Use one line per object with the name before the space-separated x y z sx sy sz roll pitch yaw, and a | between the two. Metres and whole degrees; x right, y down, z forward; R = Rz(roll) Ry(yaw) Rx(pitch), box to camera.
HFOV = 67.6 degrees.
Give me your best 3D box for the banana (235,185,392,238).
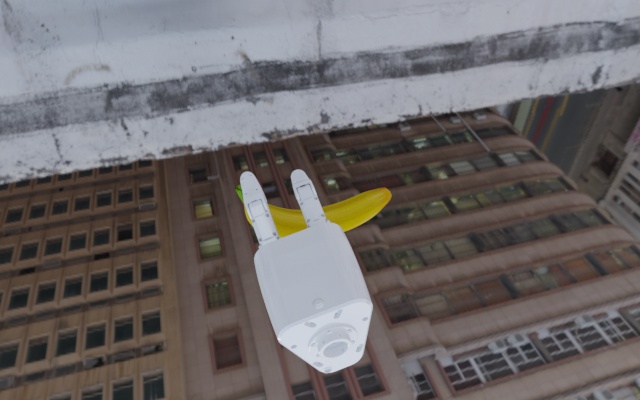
banana | -0.007 0.017 0.591 0.198 0.070 0.037 0 36 -19
